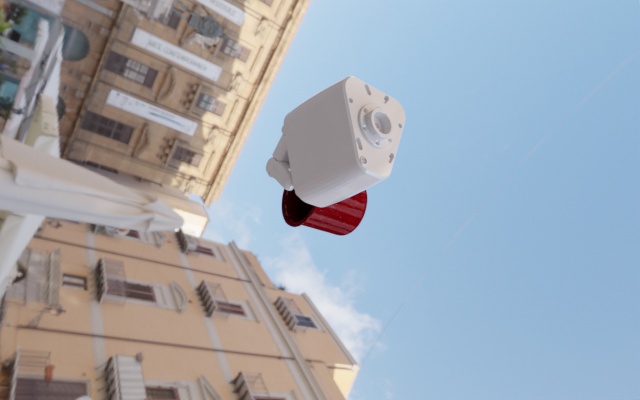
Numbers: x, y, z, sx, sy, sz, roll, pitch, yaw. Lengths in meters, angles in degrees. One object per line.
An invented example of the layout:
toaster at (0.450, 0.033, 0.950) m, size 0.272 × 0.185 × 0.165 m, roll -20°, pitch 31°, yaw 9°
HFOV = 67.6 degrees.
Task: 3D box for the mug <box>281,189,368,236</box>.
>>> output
mug at (-0.001, 0.003, 0.638) m, size 0.081 × 0.093 × 0.117 m, roll 18°, pitch -25°, yaw -33°
